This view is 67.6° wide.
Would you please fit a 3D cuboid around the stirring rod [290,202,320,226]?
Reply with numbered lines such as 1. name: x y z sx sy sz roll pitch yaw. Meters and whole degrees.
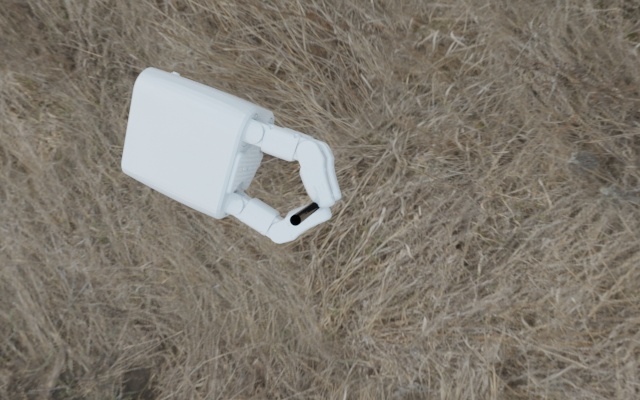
1. stirring rod: 0.000 0.001 0.444 0.011 0.011 0.239 0 6 8
